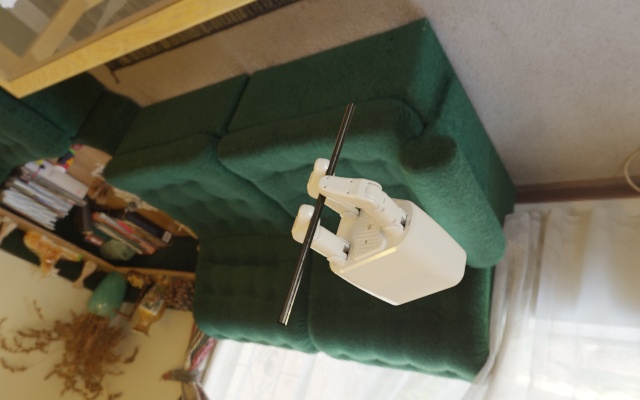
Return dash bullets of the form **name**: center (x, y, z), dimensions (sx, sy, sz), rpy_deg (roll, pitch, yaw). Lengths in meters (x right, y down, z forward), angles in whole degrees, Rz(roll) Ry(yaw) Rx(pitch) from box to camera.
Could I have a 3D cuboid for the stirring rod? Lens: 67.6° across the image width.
- **stirring rod**: center (0.000, 0.001, 0.457), dimensions (0.011, 0.239, 0.011), rpy_deg (14, -26, 7)
